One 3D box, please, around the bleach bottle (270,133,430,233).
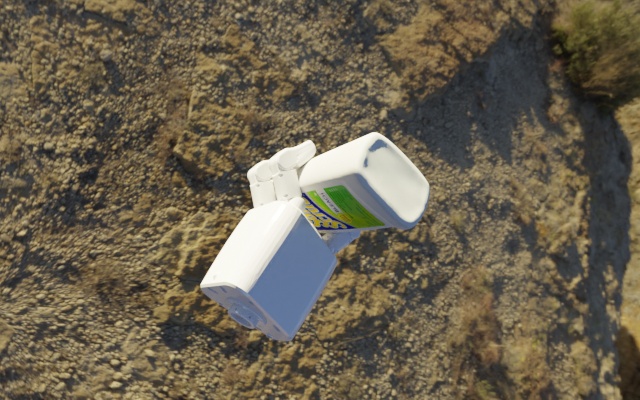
[{"bbox_3d":[0.000,0.002,0.562,0.102,0.068,0.251,43,-32,-20],"label":"bleach bottle"}]
